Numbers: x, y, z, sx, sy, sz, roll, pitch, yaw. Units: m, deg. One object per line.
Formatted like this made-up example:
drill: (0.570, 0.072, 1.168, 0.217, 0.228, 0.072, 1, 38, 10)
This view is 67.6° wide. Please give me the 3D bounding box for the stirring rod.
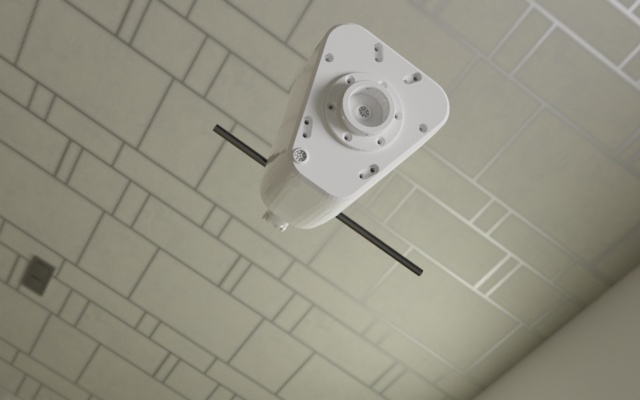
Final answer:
stirring rod: (0.000, 0.001, 0.454, 0.239, 0.011, 0.011, 35, -4, -6)
